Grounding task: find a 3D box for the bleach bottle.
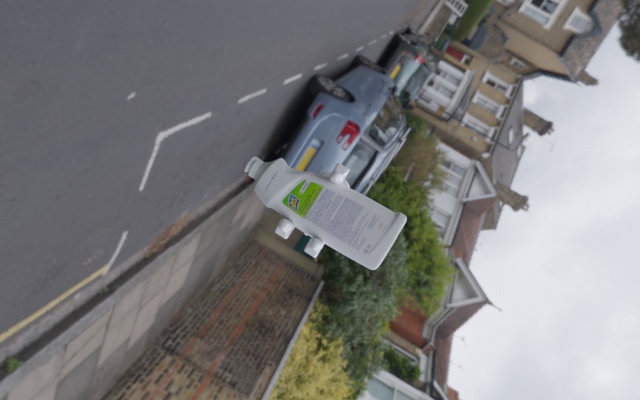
[{"bbox_3d":[0.000,0.003,0.740,0.251,0.102,0.068,32,-8,2],"label":"bleach bottle"}]
